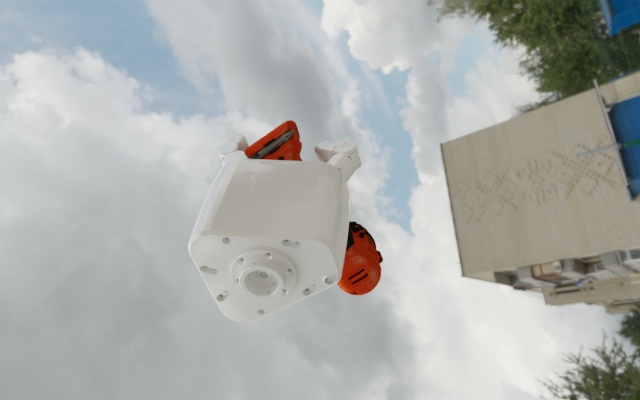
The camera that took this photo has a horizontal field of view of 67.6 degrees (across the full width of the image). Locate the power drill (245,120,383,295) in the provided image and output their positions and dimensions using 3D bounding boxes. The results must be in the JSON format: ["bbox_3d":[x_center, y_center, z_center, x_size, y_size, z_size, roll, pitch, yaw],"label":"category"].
[{"bbox_3d":[0.000,0.001,0.527,0.057,0.187,0.184,-36,7,4],"label":"power drill"}]
